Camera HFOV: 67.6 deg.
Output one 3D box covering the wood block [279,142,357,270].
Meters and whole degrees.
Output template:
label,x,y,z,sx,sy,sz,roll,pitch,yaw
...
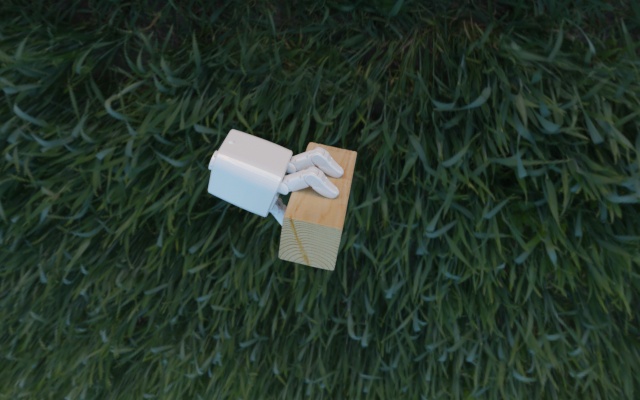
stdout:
label,x,y,z,sx,sy,sz,roll,pitch,yaw
wood block,0.000,0.003,0.787,0.090,0.091,0.206,12,40,2
